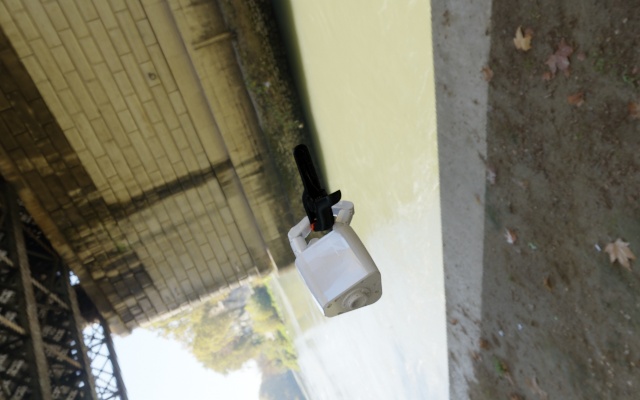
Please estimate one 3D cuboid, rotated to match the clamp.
[{"bbox_3d":[0.000,0.003,0.771,0.039,0.172,0.120,-23,49,-11],"label":"clamp"}]
